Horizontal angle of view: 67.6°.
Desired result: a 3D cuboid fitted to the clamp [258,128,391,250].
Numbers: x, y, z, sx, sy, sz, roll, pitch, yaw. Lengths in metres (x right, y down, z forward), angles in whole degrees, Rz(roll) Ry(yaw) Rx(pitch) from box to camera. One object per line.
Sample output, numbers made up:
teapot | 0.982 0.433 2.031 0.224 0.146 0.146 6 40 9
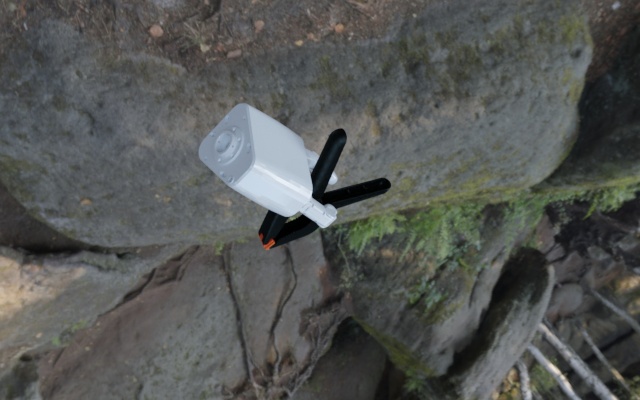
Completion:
clamp | 0.000 0.003 0.700 0.210 0.036 0.165 -42 -41 16
